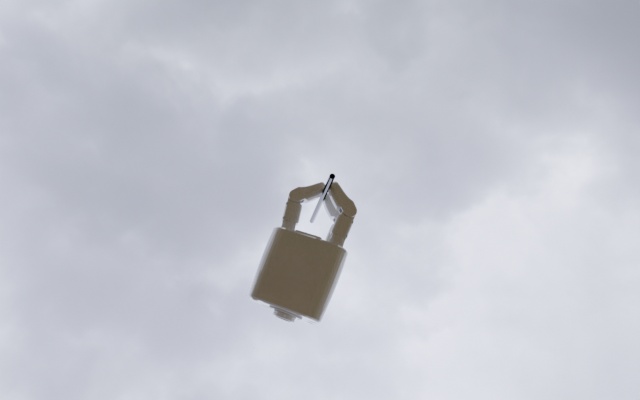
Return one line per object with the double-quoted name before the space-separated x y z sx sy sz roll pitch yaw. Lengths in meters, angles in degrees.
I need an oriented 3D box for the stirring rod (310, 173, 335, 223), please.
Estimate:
"stirring rod" 0.000 0.002 0.755 0.011 0.011 0.240 0 -17 -8
